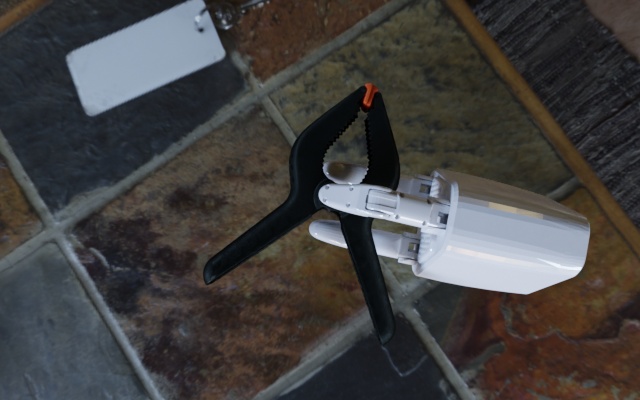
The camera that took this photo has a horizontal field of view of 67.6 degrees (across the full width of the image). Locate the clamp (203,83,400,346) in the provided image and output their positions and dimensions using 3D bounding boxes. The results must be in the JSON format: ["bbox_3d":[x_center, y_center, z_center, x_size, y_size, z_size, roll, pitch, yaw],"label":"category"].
[{"bbox_3d":[0.000,0.001,0.400,0.164,0.210,0.036,12,-5,-2],"label":"clamp"}]
